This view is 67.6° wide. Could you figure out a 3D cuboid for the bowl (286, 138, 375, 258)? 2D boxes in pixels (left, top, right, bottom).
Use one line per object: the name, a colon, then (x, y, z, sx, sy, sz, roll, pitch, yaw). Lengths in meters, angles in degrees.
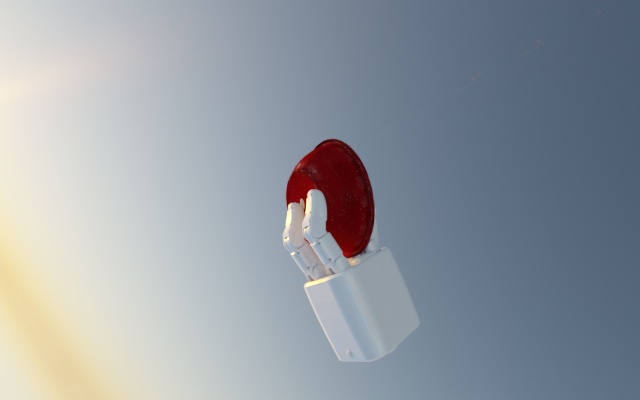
bowl: (-0.001, 0.001, 0.624, 0.055, 0.162, 0.162, -10, 5, -31)
